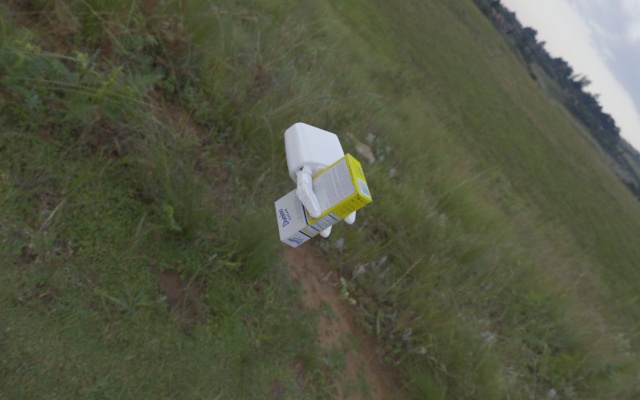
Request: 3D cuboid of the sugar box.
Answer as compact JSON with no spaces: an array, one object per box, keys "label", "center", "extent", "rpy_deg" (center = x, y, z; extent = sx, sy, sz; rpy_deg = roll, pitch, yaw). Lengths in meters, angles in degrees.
[{"label":"sugar box","center":[0.001,0.003,0.854],"extent":[0.176,0.093,0.048],"rpy_deg":[-34,-42,26]}]
